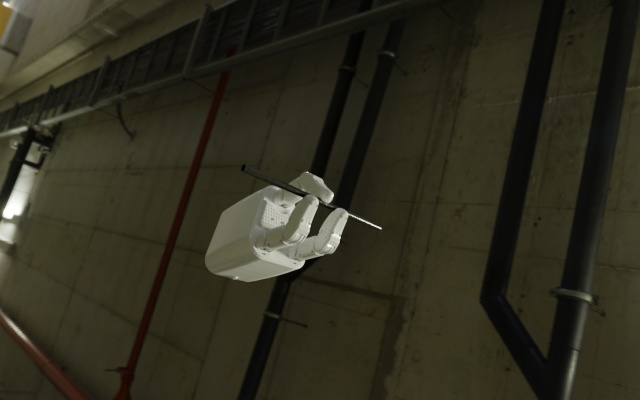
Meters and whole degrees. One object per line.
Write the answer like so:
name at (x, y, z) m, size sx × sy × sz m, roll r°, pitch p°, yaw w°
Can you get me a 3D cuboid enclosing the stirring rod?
stirring rod at (0.000, 0.002, 0.588) m, size 0.011 × 0.011 × 0.239 m, roll 0°, pitch -18°, yaw 46°
